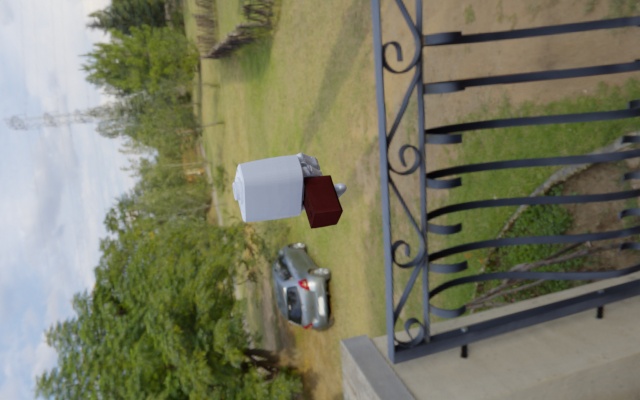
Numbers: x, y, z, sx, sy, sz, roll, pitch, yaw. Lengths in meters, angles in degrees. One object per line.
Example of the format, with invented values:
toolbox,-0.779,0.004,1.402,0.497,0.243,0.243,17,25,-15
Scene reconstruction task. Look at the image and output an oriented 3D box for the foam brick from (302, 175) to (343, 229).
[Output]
foam brick,0.000,0.003,0.846,0.051,0.078,0.053,-9,-31,-17
